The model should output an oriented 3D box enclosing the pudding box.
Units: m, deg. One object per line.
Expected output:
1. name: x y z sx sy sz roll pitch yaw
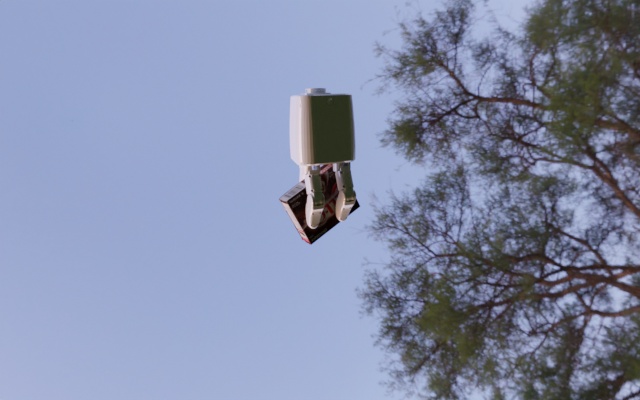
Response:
1. pudding box: 0.000 0.002 0.784 0.113 0.090 0.039 -36 26 -16
